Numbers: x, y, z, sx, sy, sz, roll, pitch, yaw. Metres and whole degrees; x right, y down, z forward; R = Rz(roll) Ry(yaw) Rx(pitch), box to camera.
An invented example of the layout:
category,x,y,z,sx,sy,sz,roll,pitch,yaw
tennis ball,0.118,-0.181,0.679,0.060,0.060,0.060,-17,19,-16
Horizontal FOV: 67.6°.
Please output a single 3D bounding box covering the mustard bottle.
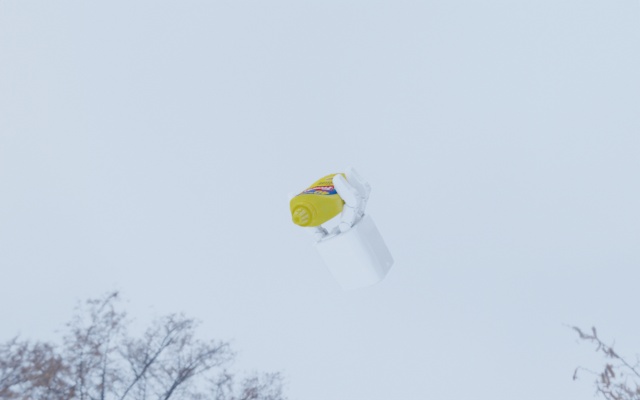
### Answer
category,x,y,z,sx,sy,sz,roll,pitch,yaw
mustard bottle,0.000,0.002,0.836,0.096,0.058,0.191,-1,18,25
